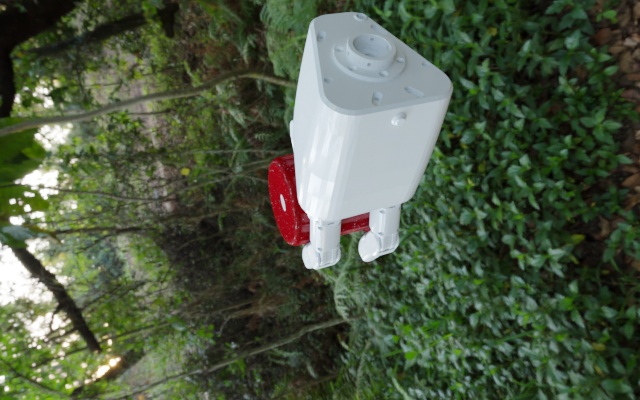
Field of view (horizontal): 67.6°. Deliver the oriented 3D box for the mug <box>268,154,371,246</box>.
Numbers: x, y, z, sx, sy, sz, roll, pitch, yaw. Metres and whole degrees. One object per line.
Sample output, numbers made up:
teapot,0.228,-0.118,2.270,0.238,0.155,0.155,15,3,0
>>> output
mug,0.000,0.002,0.449,0.081,0.093,0.117,-13,-36,-19
